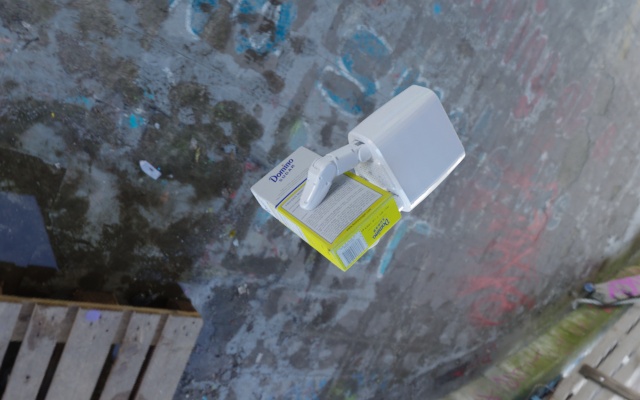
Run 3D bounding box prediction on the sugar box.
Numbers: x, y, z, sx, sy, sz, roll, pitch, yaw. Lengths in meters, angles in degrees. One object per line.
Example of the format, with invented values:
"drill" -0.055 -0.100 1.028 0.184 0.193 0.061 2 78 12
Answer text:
"sugar box" 0.000 0.002 0.568 0.093 0.048 0.176 -41 39 -14
